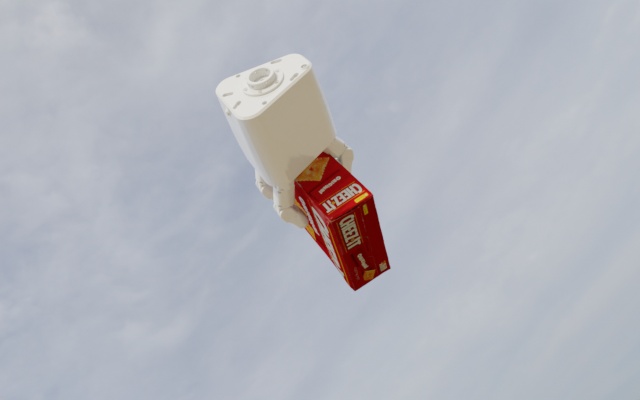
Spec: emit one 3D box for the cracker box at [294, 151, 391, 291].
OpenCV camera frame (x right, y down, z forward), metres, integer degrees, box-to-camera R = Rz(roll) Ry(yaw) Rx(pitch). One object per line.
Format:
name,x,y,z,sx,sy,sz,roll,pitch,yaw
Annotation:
cracker box,0.000,0.002,0.675,0.072,0.164,0.213,-32,48,-10
